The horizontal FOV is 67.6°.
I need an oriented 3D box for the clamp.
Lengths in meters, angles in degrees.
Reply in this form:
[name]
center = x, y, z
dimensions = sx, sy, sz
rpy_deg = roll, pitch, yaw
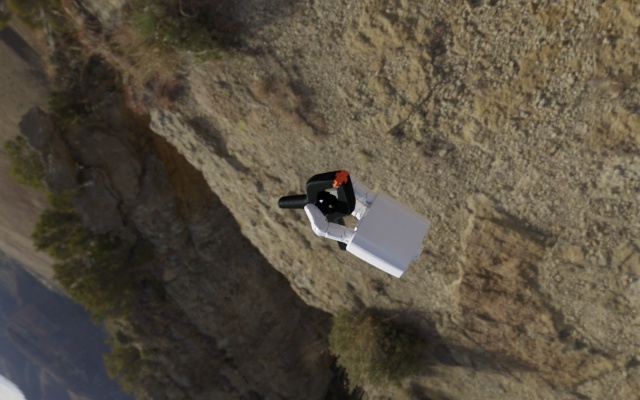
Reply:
[clamp]
center = 0.000, 0.003, 0.852
dimensions = 0.164, 0.036, 0.210
rpy_deg = 30, -31, 8
